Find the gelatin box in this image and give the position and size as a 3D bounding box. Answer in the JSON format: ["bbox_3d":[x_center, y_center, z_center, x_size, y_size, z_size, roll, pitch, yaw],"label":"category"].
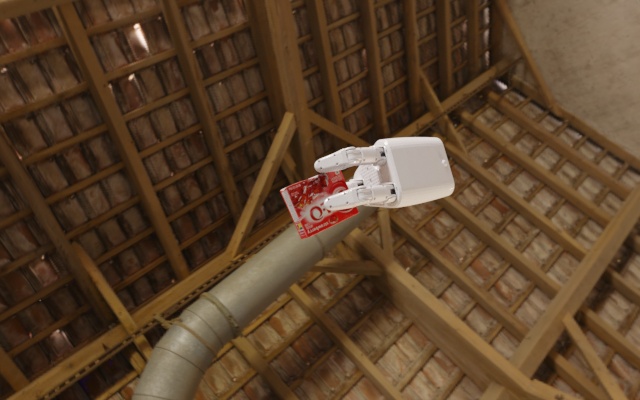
[{"bbox_3d":[0.000,0.002,0.655,0.089,0.073,0.030,-24,1,-25],"label":"gelatin box"}]
